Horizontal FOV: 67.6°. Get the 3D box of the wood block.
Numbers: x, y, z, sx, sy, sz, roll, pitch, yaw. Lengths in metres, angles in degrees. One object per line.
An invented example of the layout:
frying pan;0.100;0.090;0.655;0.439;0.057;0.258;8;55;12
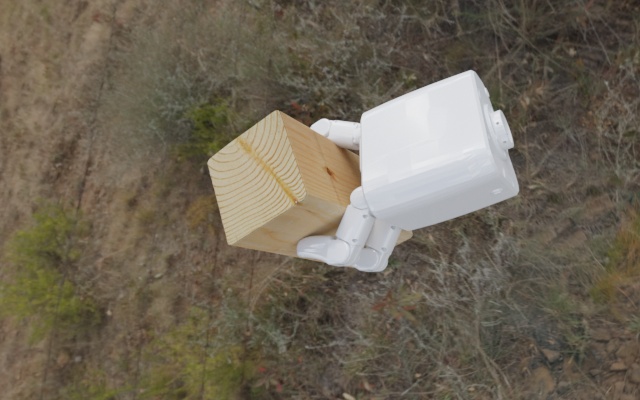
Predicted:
wood block;0.000;0.001;0.483;0.090;0.090;0.206;-31;-28;24
